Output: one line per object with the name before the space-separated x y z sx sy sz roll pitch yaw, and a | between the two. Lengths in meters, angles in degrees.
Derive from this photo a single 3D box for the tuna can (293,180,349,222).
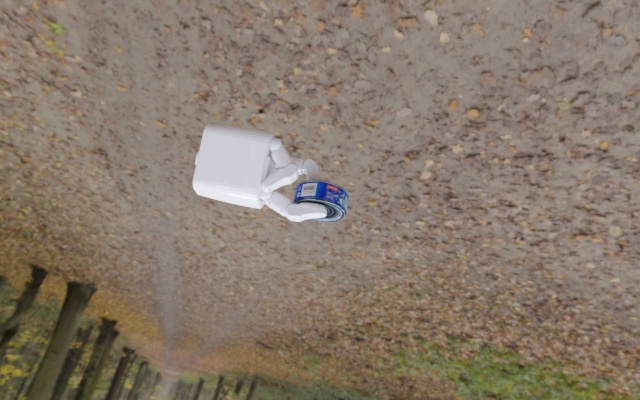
tuna can | 0.000 0.003 0.747 0.086 0.033 0.086 8 -25 4
